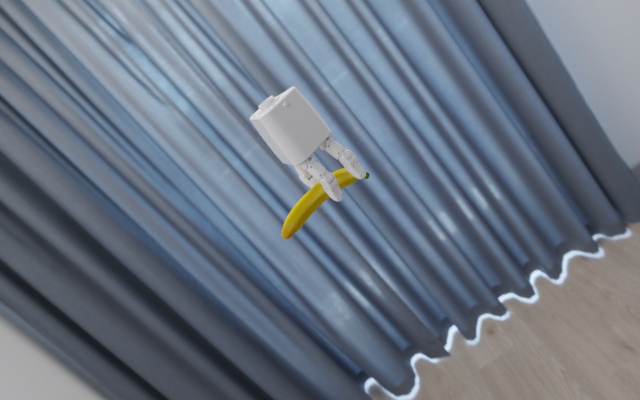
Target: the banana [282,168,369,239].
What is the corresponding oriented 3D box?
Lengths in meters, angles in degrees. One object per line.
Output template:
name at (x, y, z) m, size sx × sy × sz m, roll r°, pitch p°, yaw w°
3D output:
banana at (-0.002, -0.004, 0.901) m, size 0.198 × 0.037 × 0.069 m, roll -39°, pitch 22°, yaw -3°
